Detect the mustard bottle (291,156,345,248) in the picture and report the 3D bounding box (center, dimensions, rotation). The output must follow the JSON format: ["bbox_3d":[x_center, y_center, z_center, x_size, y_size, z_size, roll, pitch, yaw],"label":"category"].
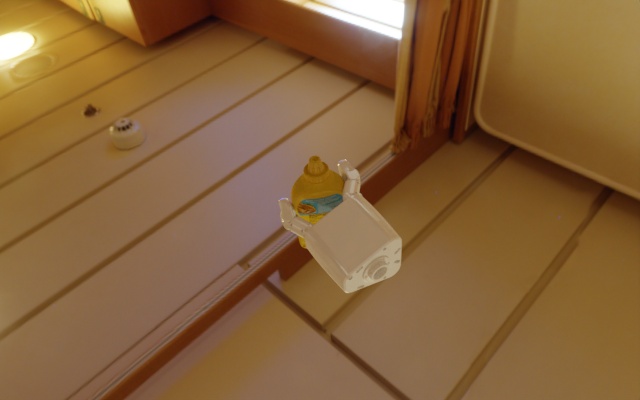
[{"bbox_3d":[0.000,0.003,0.805,0.096,0.058,0.192,-9,-44,-1],"label":"mustard bottle"}]
